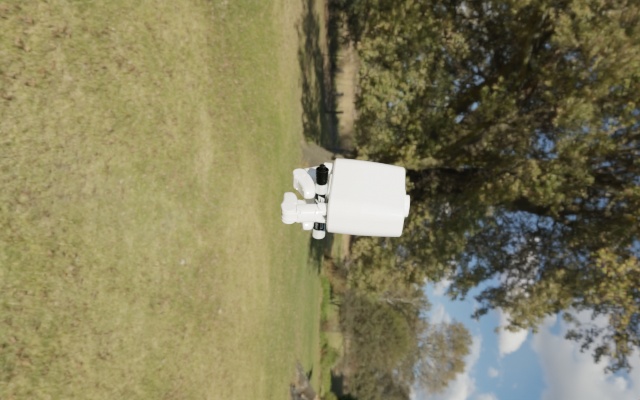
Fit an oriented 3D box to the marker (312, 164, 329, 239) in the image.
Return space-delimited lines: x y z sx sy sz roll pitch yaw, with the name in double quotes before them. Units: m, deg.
"marker" 0.000 0.002 0.685 0.020 0.121 0.020 2 34 -2
